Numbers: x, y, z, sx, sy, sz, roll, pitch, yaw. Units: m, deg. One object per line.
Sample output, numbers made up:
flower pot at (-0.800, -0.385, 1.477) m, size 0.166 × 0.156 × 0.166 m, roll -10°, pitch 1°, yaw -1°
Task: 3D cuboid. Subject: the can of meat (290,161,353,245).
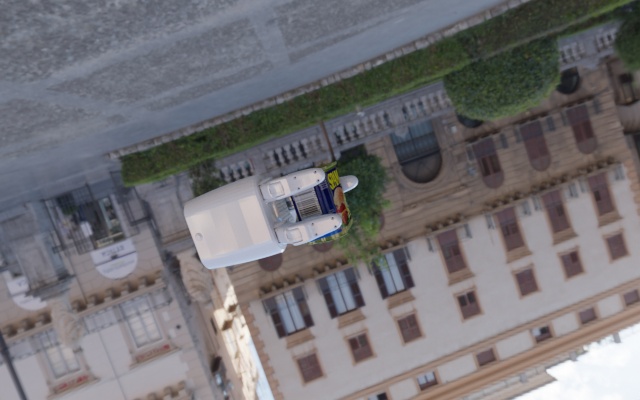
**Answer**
can of meat at (0.000, 0.002, 0.590) m, size 0.057 × 0.084 × 0.102 m, roll -17°, pitch 5°, yaw 13°
